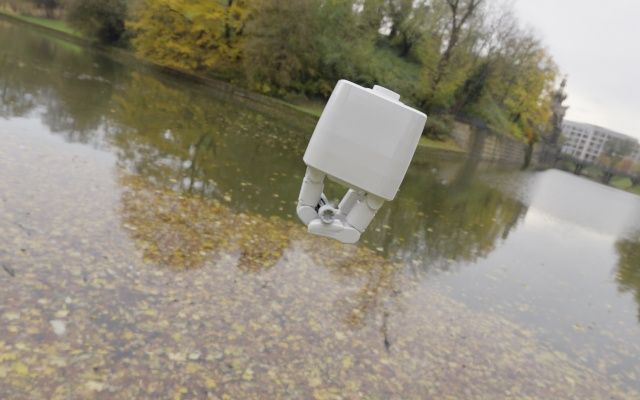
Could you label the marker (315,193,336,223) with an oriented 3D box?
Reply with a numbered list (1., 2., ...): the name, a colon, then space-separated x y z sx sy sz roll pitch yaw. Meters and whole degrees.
1. marker: 0.000 0.002 0.598 0.020 0.020 0.121 0 15 -8
